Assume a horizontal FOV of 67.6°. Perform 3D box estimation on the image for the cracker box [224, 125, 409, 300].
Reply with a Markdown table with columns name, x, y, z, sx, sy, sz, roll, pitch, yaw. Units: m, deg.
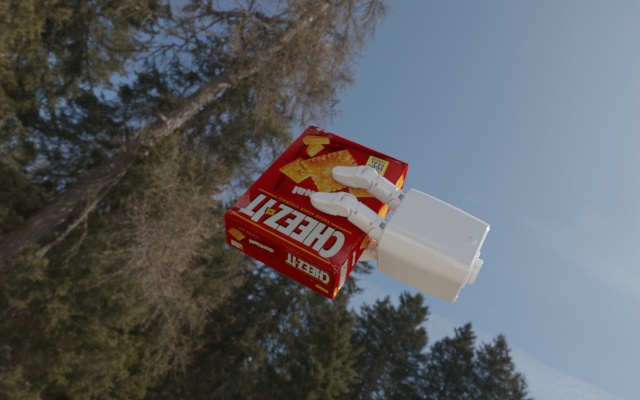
| name | x | y | z | sx | sy | sz | roll | pitch | yaw |
| --- | --- | --- | --- | --- | --- | --- | --- | --- | --- |
| cracker box | 0.000 | 0.002 | 0.646 | 0.164 | 0.072 | 0.213 | 25 | 51 | 18 |
